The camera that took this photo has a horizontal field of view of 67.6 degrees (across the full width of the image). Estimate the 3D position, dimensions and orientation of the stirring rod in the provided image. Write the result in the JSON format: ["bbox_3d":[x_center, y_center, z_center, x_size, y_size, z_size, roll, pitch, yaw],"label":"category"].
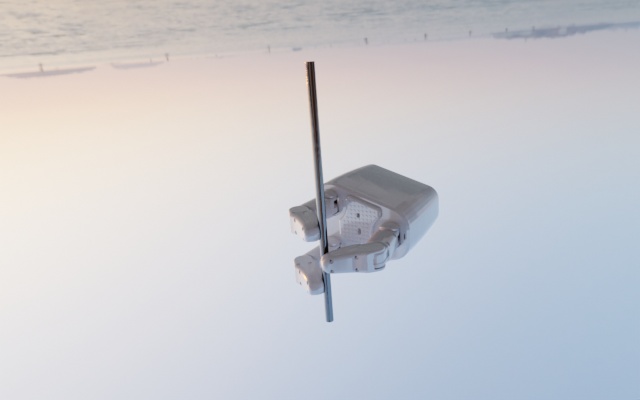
[{"bbox_3d":[0.000,0.001,0.425,0.011,0.240,0.011,-4,18,1],"label":"stirring rod"}]
